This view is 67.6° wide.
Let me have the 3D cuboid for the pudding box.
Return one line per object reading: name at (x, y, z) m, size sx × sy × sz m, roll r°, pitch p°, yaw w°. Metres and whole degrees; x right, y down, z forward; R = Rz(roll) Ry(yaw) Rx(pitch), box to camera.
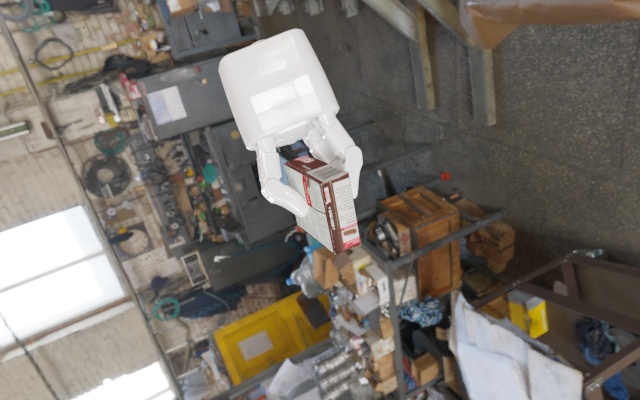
pudding box at (0.000, 0.002, 0.564) m, size 0.039 × 0.090 × 0.113 m, roll -20°, pitch 23°, yaw -18°
